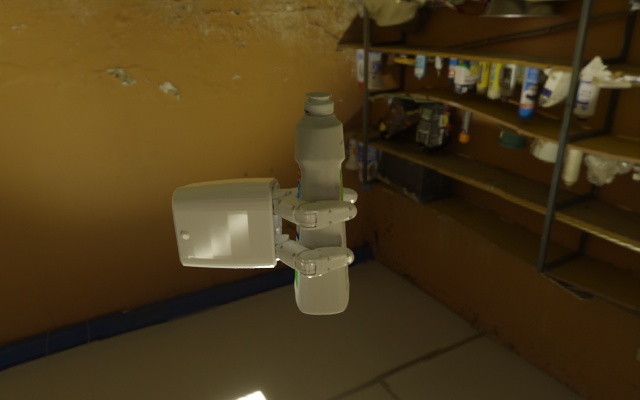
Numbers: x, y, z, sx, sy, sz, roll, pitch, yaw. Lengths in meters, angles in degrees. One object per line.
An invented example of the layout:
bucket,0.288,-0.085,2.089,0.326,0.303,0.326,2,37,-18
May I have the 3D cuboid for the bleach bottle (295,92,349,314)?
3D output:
bleach bottle,0.000,0.002,0.552,0.068,0.251,0.102,-1,23,-1
